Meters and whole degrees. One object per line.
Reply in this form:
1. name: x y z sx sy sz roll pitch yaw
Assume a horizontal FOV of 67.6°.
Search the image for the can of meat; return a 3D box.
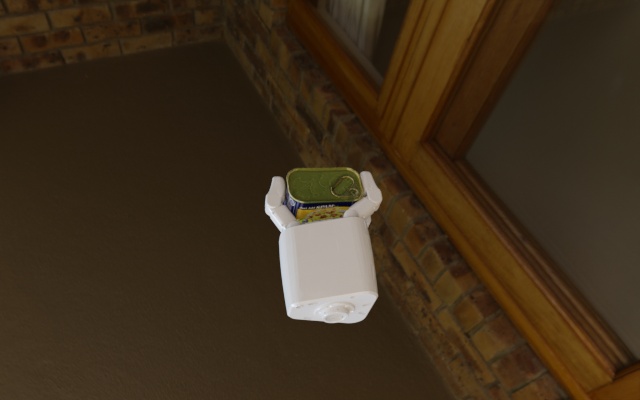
1. can of meat: 0.000 0.002 0.666 0.102 0.057 0.084 -2 -36 -13
